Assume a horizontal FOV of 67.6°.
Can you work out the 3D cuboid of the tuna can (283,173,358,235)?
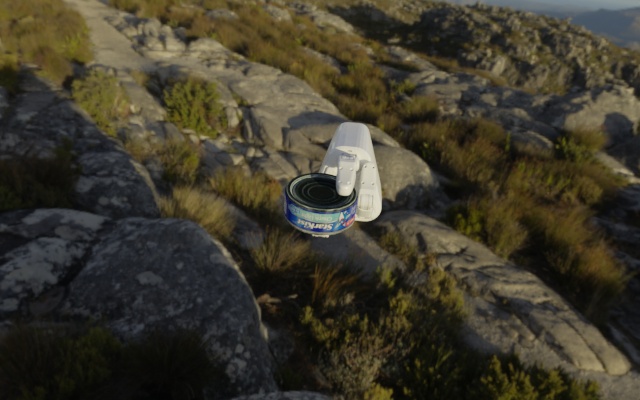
[{"bbox_3d":[0.000,0.001,0.557,0.086,0.034,0.086,4,33,-3],"label":"tuna can"}]
